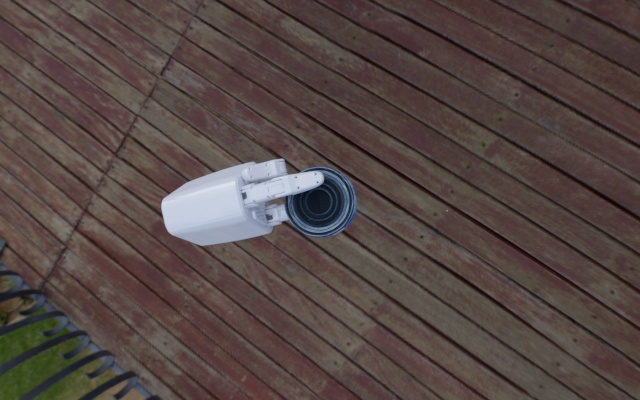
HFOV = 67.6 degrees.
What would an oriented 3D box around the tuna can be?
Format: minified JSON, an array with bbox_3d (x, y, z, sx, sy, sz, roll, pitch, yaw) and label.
[{"bbox_3d":[0.000,0.002,0.575,0.086,0.086,0.034,0,-2,9],"label":"tuna can"}]
